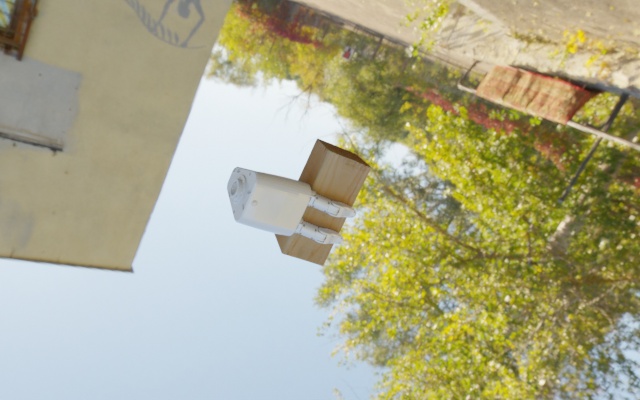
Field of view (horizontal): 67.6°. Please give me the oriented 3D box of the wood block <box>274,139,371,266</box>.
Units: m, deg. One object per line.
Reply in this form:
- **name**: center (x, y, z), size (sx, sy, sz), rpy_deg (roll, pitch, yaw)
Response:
- **wood block**: center (0.000, 0.003, 0.889), size (0.090, 0.206, 0.090), rpy_deg (20, 16, -22)
